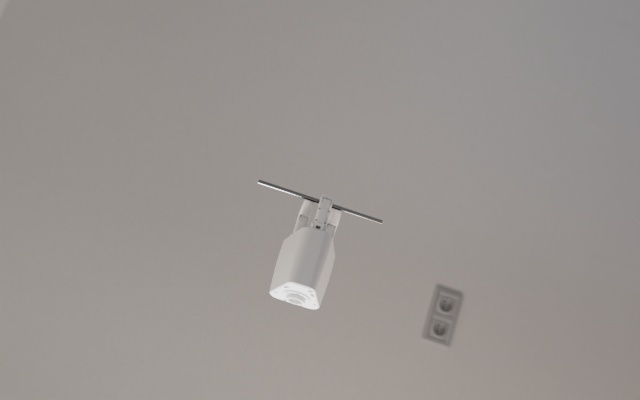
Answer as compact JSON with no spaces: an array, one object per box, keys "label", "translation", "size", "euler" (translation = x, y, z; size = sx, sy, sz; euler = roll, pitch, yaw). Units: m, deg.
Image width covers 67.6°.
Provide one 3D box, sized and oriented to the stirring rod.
[{"label":"stirring rod","translation":[0.000,0.003,0.884],"size":[0.239,0.011,0.011],"euler":[18,-1,-3]}]
